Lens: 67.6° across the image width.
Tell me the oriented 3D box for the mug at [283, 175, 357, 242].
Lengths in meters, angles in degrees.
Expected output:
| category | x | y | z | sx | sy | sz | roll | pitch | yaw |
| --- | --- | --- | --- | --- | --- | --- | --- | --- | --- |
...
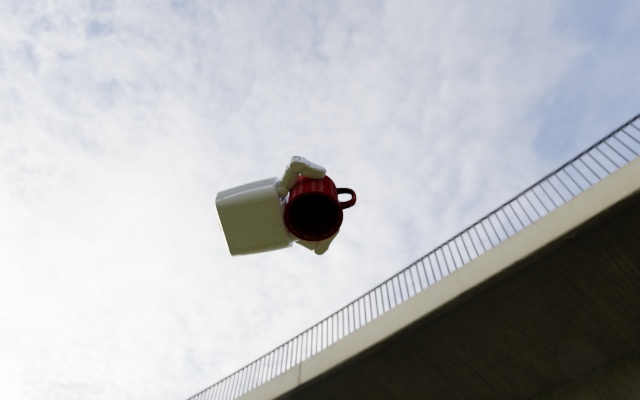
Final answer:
| category | x | y | z | sx | sy | sz | roll | pitch | yaw |
| --- | --- | --- | --- | --- | --- | --- | --- | --- | --- |
| mug | 0.001 | 0.002 | 0.766 | 0.117 | 0.093 | 0.081 | -14 | 30 | 7 |
